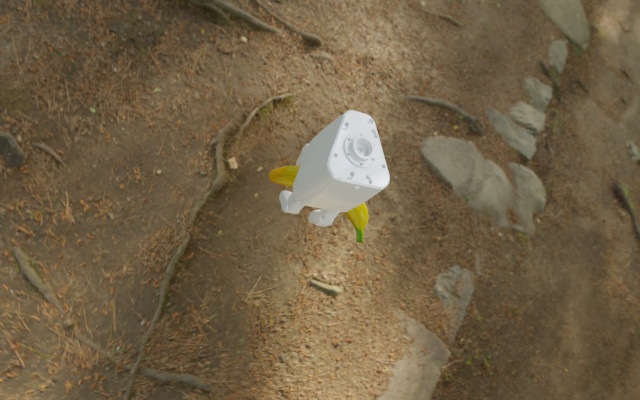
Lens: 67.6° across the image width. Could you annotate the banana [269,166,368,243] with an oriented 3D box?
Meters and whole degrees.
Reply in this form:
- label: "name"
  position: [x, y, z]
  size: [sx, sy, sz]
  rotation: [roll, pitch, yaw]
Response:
- label: "banana"
  position: [0.011, -0.011, 0.783]
  size: [0.198, 0.069, 0.037]
  rotation: [35, -26, -15]
